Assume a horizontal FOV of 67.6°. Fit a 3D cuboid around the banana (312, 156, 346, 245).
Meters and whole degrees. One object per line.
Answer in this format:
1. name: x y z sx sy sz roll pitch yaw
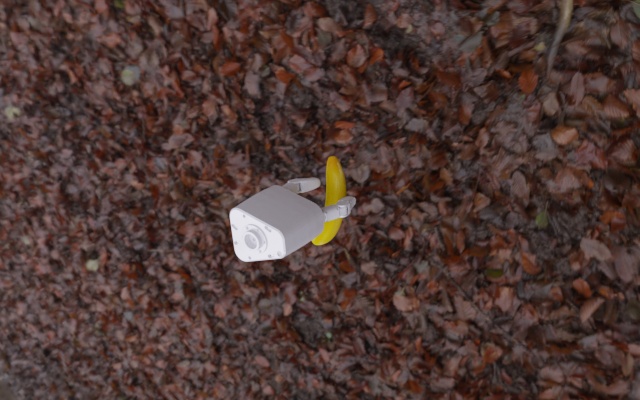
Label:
1. banana: 0.014 0.015 0.872 0.069 0.198 0.037 35 36 21
